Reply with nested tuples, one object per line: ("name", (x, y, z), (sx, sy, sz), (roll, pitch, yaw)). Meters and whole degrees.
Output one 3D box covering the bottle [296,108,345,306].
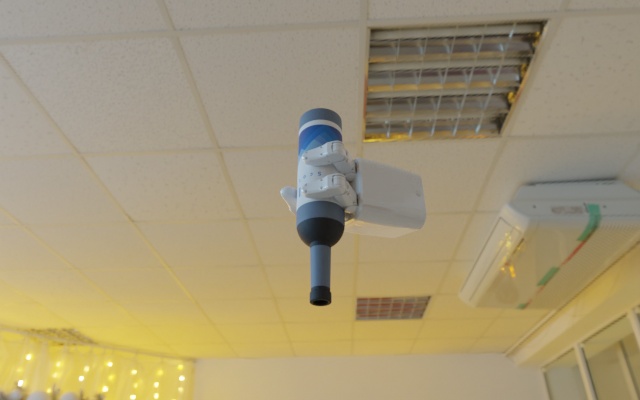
("bottle", (0.000, 0.002, 0.668), (0.069, 0.295, 0.069), (0, -32, 0))
